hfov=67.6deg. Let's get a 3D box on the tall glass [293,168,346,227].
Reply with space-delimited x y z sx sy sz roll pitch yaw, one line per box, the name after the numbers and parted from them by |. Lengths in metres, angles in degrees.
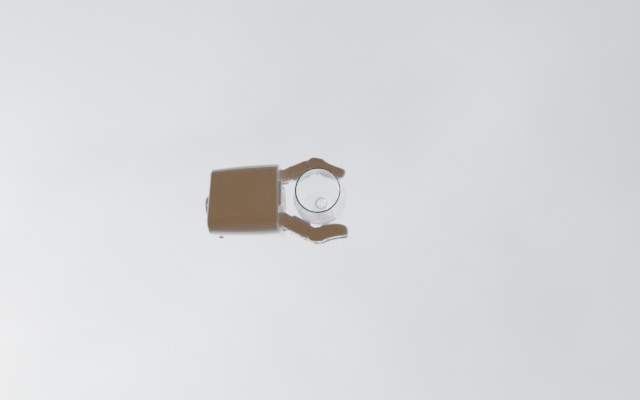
0.000 0.002 0.735 0.079 0.079 0.201 0 -10 2 | tall glass
